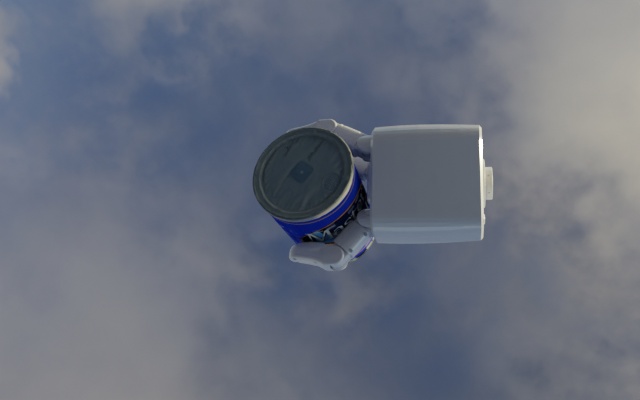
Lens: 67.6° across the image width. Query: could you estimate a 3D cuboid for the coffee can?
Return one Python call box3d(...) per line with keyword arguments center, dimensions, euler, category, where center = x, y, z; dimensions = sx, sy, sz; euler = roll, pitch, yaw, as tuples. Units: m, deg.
box3d(center=(0.000, 0.002, 0.521), dimensions=(0.103, 0.102, 0.140), euler=(0, -25, 17), category="coffee can")
